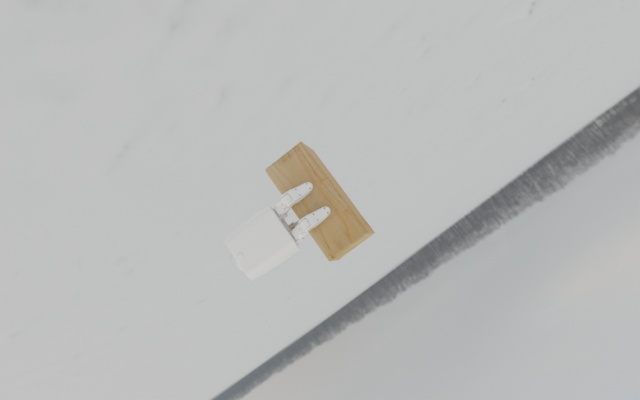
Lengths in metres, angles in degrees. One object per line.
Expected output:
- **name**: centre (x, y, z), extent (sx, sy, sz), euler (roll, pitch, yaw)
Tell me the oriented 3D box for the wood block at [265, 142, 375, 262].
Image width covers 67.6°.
- **wood block**: centre (0.000, 0.003, 0.892), extent (0.090, 0.206, 0.091), euler (-37, -12, 8)
